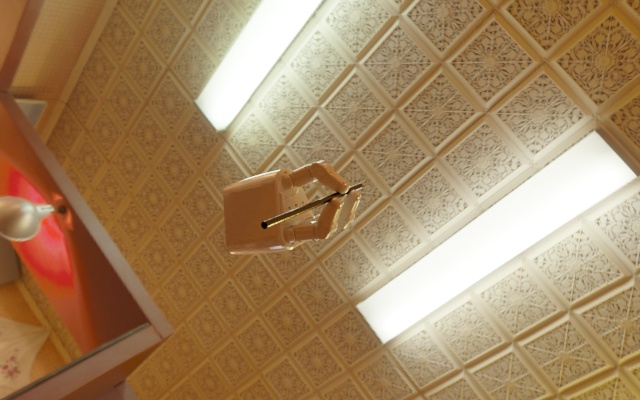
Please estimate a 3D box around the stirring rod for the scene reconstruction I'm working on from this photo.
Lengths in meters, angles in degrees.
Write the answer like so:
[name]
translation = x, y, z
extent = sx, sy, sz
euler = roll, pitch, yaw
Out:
[stirring rod]
translation = 0.000, 0.002, 0.593
extent = 0.011, 0.011, 0.239
euler = 0, 11, 29
